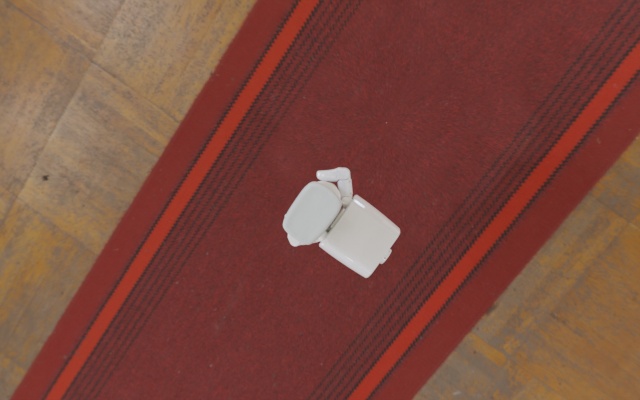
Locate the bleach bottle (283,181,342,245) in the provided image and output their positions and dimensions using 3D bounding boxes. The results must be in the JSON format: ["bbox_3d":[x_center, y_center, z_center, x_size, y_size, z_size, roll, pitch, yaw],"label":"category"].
[{"bbox_3d":[0.000,0.003,0.864,0.068,0.102,0.251,36,12,0],"label":"bleach bottle"}]
